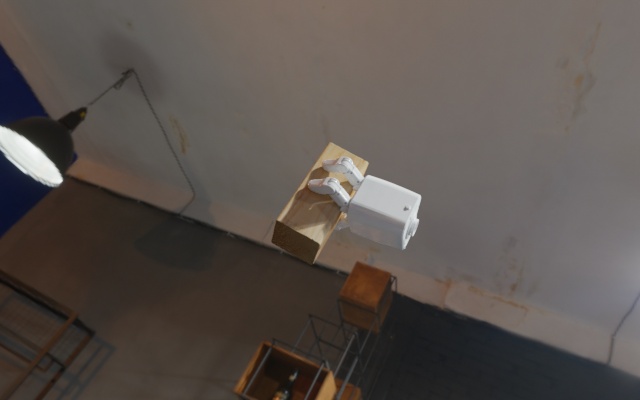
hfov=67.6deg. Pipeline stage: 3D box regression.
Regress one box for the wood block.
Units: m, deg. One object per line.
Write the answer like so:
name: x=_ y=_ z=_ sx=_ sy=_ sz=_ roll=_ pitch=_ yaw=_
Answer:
wood block: x=0.000 y=0.003 z=0.897 sx=0.090 sy=0.206 sz=0.091 roll=28 pitch=-33 yaw=7
